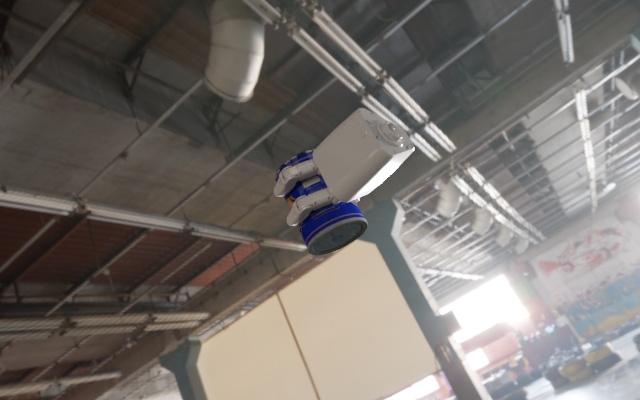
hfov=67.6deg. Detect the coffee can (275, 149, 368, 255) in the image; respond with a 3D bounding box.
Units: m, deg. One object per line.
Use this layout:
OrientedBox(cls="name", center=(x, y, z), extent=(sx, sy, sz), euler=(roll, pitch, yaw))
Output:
OrientedBox(cls="coffee can", center=(0.000, 0.003, 0.770), extent=(0.103, 0.140, 0.103), euler=(-22, -24, -10))
